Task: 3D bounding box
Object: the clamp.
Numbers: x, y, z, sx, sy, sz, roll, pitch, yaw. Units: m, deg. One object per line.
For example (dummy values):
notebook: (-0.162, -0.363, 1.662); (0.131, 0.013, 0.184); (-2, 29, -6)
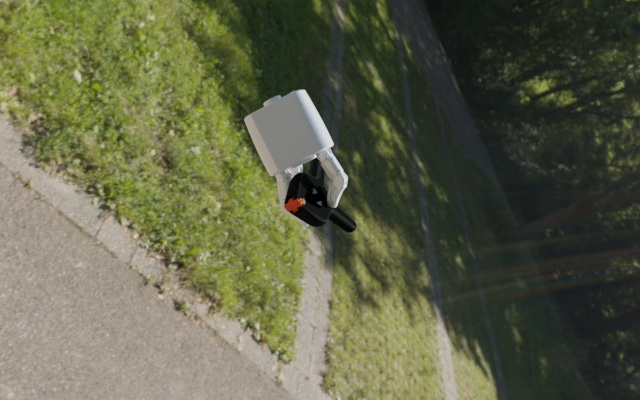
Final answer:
clamp: (0.001, 0.002, 0.819); (0.036, 0.164, 0.210); (-26, 4, 23)
